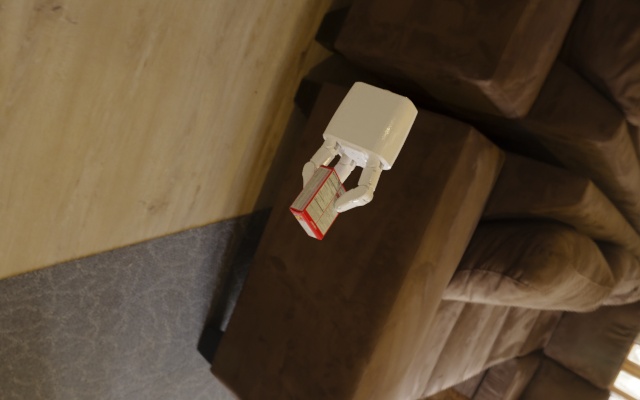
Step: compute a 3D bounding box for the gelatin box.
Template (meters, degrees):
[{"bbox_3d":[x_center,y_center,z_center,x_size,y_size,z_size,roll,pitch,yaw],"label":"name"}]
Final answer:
[{"bbox_3d":[0.000,0.003,0.724,0.030,0.089,0.073,18,-27,36],"label":"gelatin box"}]
